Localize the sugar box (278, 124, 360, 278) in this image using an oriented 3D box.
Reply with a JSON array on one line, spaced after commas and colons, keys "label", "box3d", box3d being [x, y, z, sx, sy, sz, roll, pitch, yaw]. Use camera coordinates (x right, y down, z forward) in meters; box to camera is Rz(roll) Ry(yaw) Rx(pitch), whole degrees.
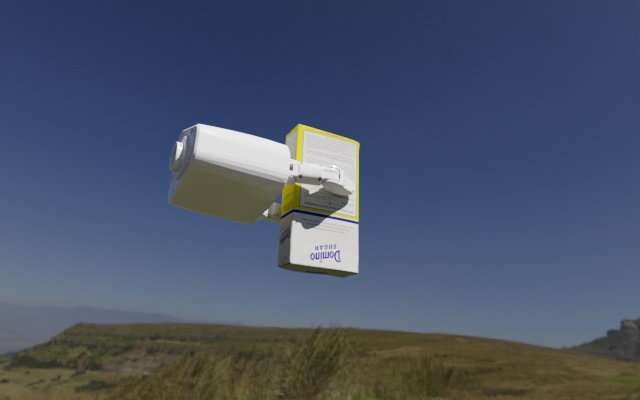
[{"label": "sugar box", "box3d": [0.000, 0.002, 0.594, 0.093, 0.176, 0.048, 13, -19, -25]}]
